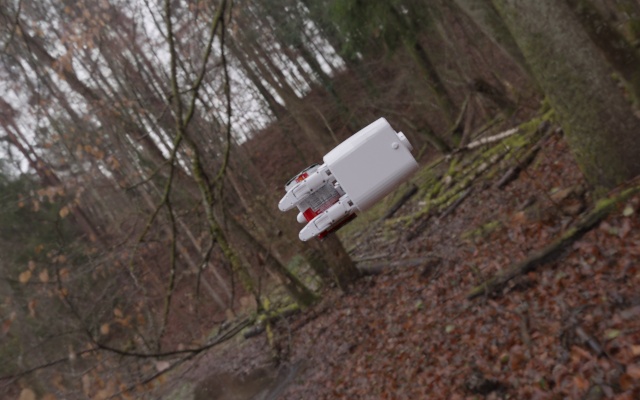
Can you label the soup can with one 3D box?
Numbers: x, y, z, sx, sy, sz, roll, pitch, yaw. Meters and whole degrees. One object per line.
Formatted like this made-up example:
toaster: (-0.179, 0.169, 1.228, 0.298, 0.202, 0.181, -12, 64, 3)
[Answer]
soup can: (0.000, 0.002, 0.734, 0.068, 0.102, 0.068, -35, -4, -3)
